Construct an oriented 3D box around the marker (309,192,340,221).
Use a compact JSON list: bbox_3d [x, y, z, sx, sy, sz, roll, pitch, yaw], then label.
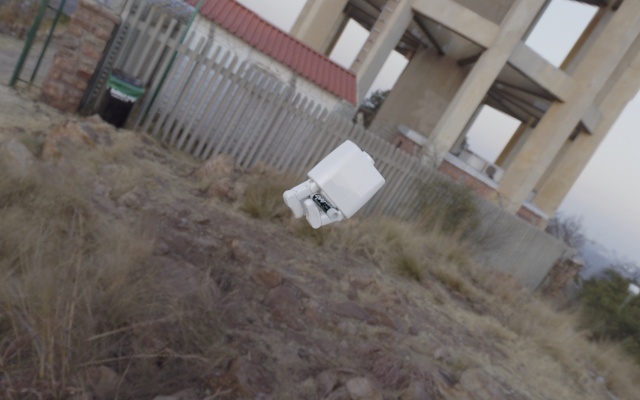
[{"bbox_3d":[0.000,0.003,0.889,0.020,0.020,0.121,0,25,-28],"label":"marker"}]
